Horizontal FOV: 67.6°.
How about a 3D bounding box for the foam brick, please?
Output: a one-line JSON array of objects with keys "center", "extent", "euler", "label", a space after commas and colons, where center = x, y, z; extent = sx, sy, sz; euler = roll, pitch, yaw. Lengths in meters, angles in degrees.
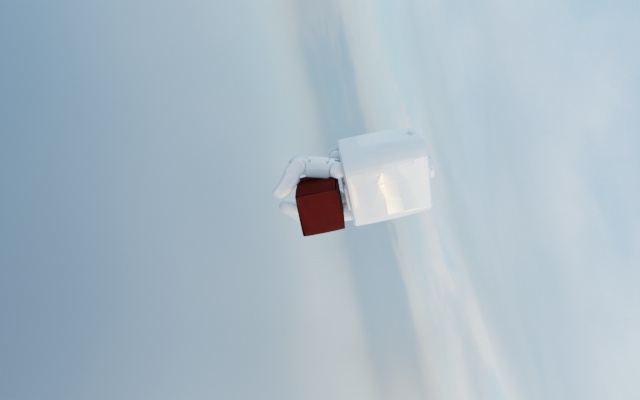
[{"center": [0.000, 0.002, 0.591], "extent": [0.051, 0.053, 0.078], "euler": [-10, 21, 5], "label": "foam brick"}]
